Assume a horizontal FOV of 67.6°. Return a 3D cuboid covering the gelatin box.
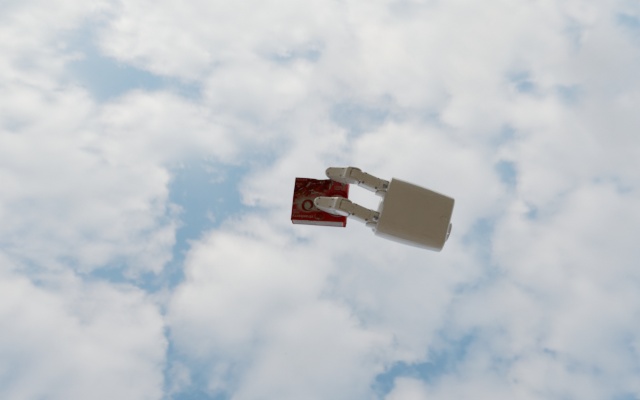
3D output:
[{"bbox_3d":[0.000,0.003,0.764,0.089,0.073,0.030,3,-20,5],"label":"gelatin box"}]
